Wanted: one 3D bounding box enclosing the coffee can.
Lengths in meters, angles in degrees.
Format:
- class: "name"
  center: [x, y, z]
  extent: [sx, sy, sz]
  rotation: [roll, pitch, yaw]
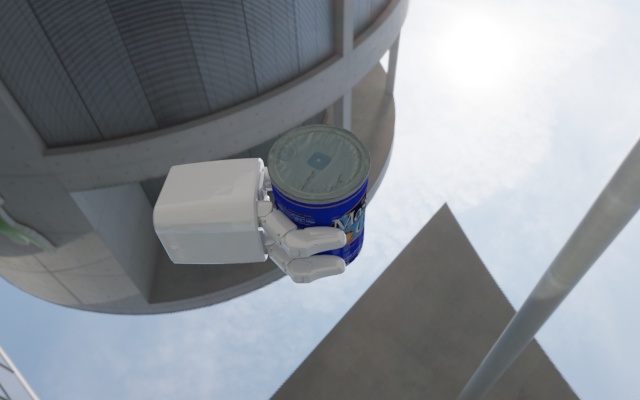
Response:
- class: "coffee can"
  center: [0.000, 0.002, 0.527]
  extent: [0.103, 0.102, 0.140]
  rotation: [0, -37, 2]
